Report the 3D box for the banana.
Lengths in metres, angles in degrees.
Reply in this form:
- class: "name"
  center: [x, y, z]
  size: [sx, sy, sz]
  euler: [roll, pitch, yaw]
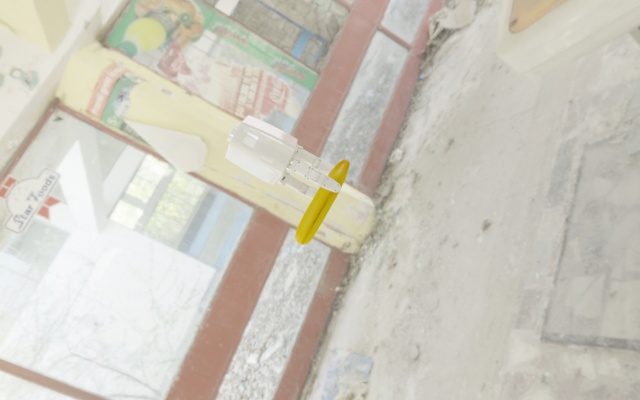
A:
- class: "banana"
  center: [-0.004, 0.013, 0.881]
  size: [0.037, 0.198, 0.069]
  euler: [28, 25, -5]
